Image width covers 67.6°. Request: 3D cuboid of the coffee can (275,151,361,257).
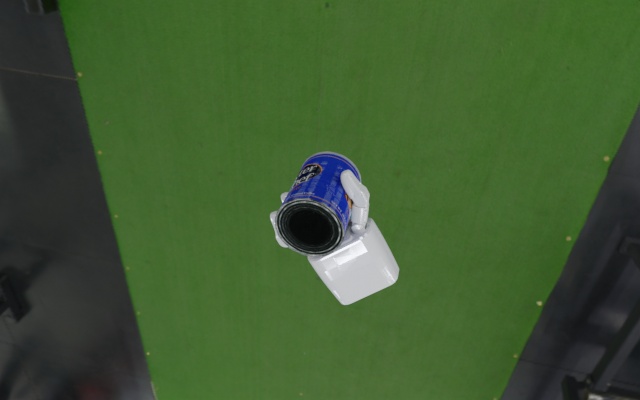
[{"bbox_3d":[0.000,0.002,0.731,0.103,0.103,0.140,0,33,17],"label":"coffee can"}]
